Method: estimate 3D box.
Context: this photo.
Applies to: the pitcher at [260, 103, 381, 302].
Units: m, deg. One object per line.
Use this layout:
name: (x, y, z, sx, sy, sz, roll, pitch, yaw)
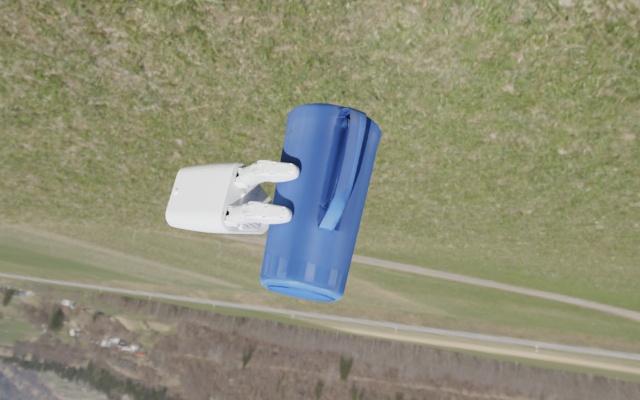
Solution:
pitcher: (0.000, 0.002, 0.625, 0.145, 0.242, 0.149, 2, -19, 27)
